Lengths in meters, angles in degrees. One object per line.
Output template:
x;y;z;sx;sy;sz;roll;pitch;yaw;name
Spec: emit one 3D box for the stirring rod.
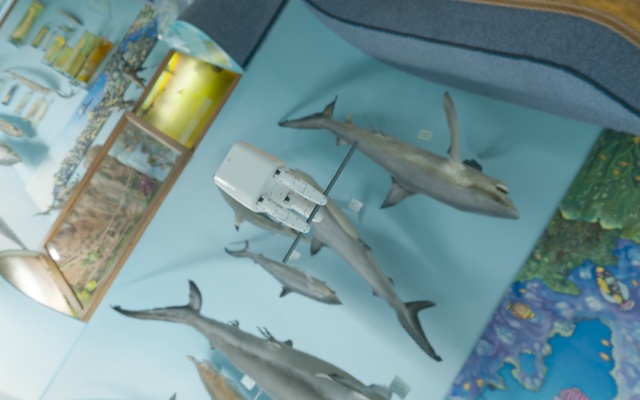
0.000;0.003;0.812;0.011;0.239;0.011;31;-2;1;stirring rod
